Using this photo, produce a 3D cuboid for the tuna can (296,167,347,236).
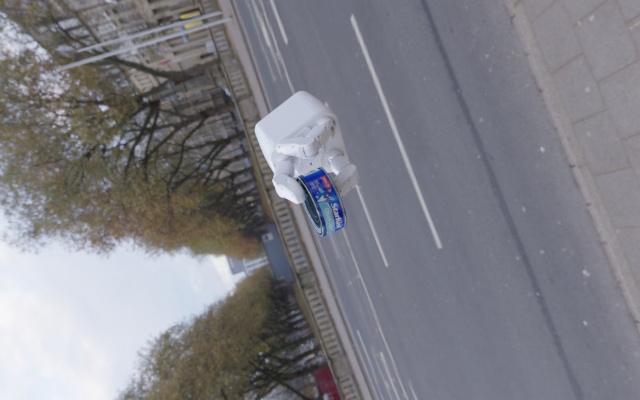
[{"bbox_3d":[0.000,0.002,0.616,0.034,0.086,0.086,-23,5,-12],"label":"tuna can"}]
